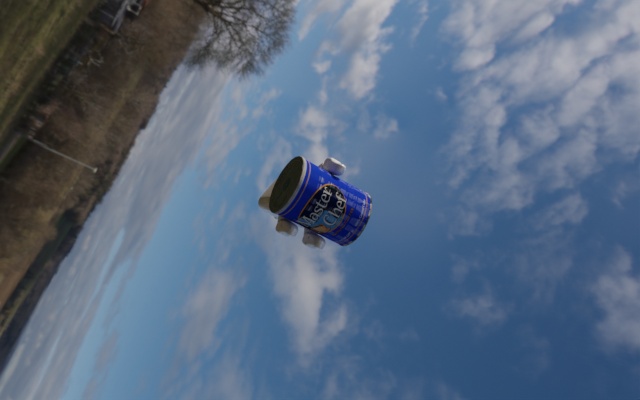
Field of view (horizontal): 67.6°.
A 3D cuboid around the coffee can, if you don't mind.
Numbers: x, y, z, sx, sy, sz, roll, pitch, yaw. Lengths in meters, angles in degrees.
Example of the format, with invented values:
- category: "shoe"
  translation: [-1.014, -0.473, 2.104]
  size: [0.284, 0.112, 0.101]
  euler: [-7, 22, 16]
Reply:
- category: "coffee can"
  translation: [0.000, 0.002, 0.798]
  size: [0.140, 0.103, 0.103]
  euler: [28, -12, -24]
